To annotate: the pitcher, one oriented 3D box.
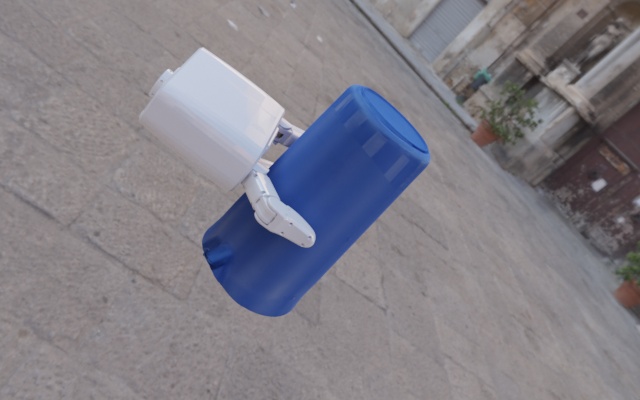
[{"bbox_3d":[0.000,0.002,0.513,0.145,0.243,0.149,38,24,-16],"label":"pitcher"}]
